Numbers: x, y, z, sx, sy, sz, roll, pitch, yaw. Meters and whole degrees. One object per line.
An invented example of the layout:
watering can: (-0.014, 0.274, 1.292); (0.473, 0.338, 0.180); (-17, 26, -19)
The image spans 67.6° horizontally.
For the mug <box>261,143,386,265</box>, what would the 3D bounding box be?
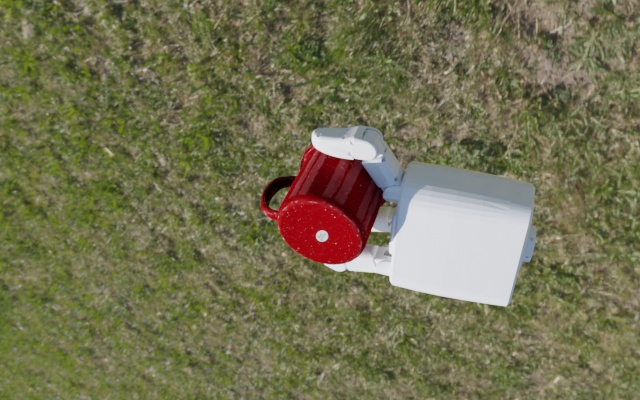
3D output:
mug: (-0.001, 0.001, 0.437); (0.117, 0.093, 0.081); (9, 44, 17)
